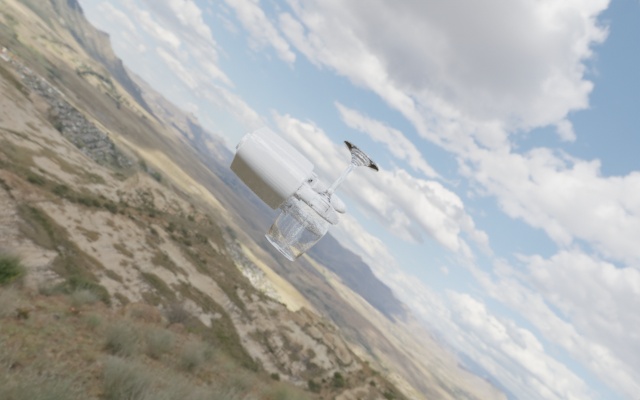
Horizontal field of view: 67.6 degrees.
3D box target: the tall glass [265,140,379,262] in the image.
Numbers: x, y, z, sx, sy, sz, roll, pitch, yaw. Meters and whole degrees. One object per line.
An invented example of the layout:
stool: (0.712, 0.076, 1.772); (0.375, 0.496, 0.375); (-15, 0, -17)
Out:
tall glass: (0.001, 0.002, 0.761); (0.079, 0.201, 0.079); (41, -4, 4)
